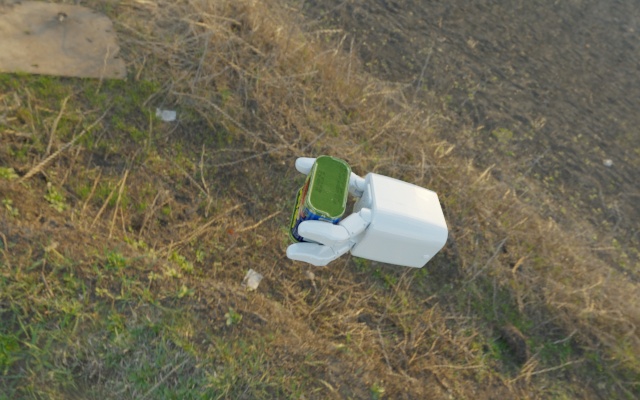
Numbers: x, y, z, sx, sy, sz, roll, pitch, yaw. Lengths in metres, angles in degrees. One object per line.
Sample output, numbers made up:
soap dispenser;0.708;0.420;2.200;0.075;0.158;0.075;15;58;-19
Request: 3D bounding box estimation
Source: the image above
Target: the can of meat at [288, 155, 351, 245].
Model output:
can of meat;0.000;0.002;0.638;0.057;0.102;0.084;17;-37;-9
